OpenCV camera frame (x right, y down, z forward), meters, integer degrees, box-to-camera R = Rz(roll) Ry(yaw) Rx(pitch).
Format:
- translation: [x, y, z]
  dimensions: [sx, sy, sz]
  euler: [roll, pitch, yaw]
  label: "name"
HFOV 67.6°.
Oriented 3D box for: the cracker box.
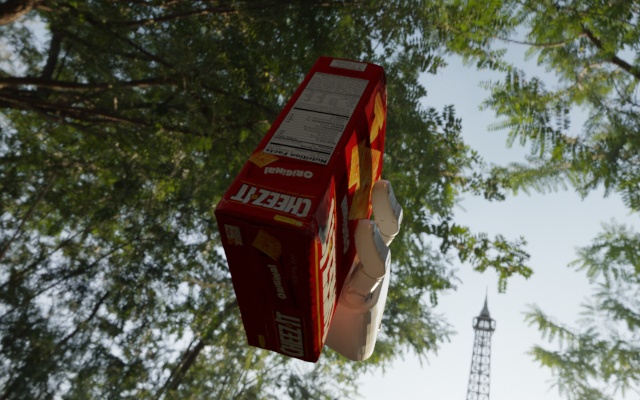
- translation: [0.000, 0.001, 0.413]
  dimensions: [0.072, 0.164, 0.213]
  euler: [11, 45, 14]
  label: "cracker box"
